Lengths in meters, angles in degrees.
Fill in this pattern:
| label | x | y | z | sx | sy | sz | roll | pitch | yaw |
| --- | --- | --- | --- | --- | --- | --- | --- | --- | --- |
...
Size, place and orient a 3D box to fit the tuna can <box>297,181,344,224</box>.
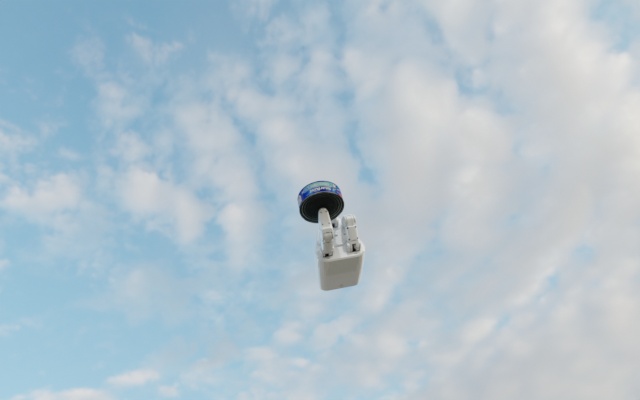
| label | x | y | z | sx | sy | sz | roll | pitch | yaw |
| --- | --- | --- | --- | --- | --- | --- | --- | --- | --- |
| tuna can | 0.000 | 0.002 | 0.900 | 0.086 | 0.033 | 0.086 | -7 | -43 | -7 |
